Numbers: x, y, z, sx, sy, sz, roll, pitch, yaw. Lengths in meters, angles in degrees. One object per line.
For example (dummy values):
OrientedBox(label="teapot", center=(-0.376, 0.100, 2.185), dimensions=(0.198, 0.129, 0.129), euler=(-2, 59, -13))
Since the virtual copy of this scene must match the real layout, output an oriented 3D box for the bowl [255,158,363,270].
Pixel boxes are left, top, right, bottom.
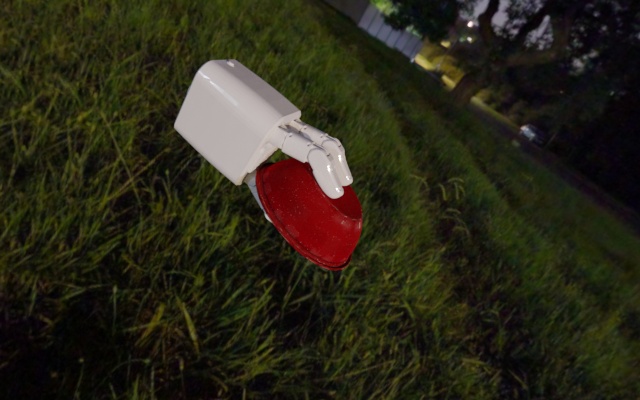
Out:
OrientedBox(label="bowl", center=(0.001, 0.002, 0.575), dimensions=(0.055, 0.162, 0.162), euler=(-40, -18, 23))
